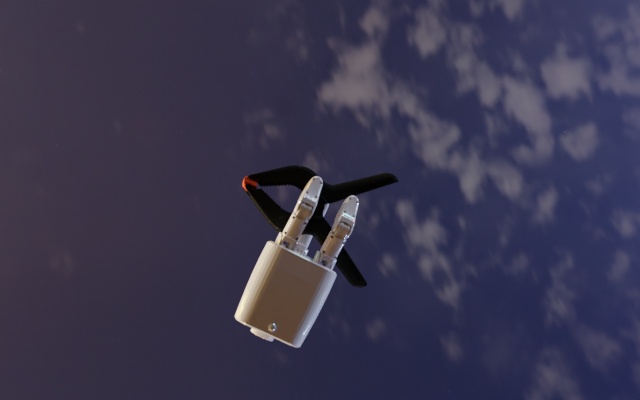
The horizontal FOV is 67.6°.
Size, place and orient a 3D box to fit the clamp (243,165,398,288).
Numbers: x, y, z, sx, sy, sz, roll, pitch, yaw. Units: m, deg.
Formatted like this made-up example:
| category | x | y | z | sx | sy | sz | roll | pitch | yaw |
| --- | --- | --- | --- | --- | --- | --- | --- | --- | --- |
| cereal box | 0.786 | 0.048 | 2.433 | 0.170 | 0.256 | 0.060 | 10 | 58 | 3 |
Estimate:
| category | x | y | z | sx | sy | sz | roll | pitch | yaw |
| --- | --- | --- | --- | --- | --- | --- | --- | --- | --- |
| clamp | -0.001 | 0.002 | 0.647 | 0.210 | 0.164 | 0.036 | 27 | -13 | -9 |
